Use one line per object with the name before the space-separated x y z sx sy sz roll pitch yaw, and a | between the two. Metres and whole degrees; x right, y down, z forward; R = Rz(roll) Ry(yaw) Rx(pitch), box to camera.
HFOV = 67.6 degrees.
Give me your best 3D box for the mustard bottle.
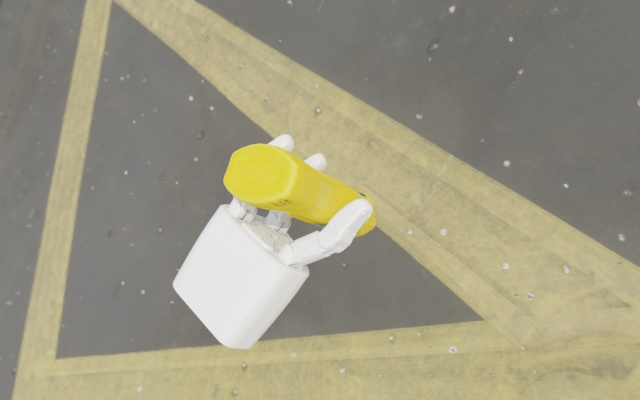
mustard bottle | 0.000 0.001 0.496 0.096 0.058 0.192 11 -9 41
